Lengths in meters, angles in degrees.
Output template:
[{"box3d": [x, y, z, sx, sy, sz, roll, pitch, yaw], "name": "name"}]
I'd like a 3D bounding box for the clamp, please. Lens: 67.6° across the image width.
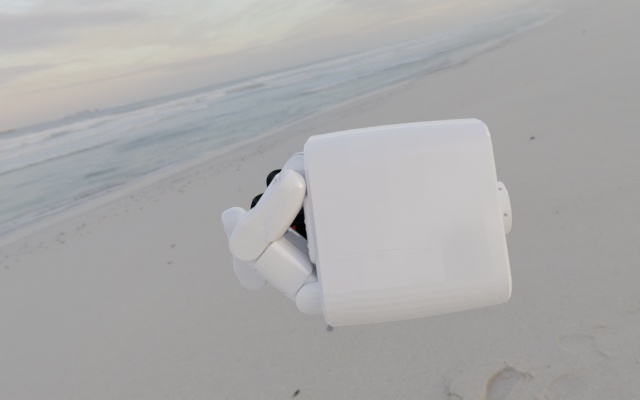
[{"box3d": [0.000, 0.001, 0.405, 0.120, 0.039, 0.171, -4, 17, 6], "name": "clamp"}]
